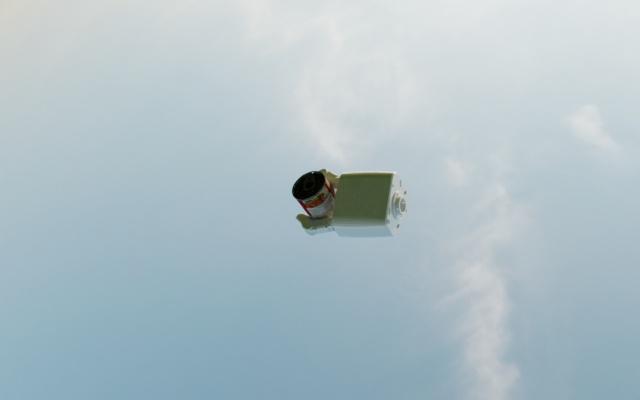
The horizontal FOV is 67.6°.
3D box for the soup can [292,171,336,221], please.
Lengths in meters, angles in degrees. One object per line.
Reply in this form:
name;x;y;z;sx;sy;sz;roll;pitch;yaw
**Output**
soup can;0.000;0.003;0.890;0.068;0.068;0.102;0;-38;33
